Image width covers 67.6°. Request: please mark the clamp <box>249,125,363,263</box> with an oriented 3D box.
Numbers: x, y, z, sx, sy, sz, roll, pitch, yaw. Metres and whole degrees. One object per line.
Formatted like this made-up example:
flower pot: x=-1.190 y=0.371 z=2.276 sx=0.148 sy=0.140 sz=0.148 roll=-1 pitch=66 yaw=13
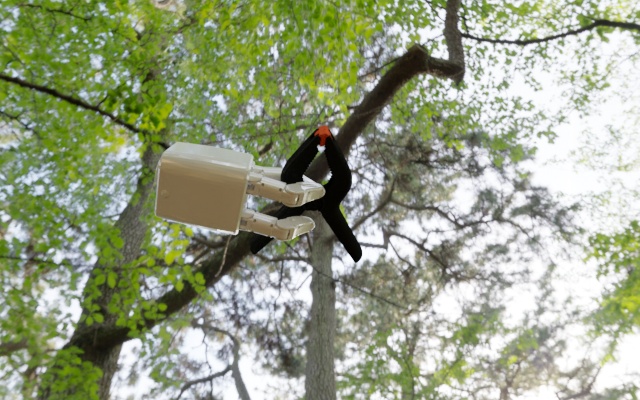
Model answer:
clamp: x=0.000 y=0.001 z=0.651 sx=0.164 sy=0.210 sz=0.036 roll=11 pitch=31 yaw=-10
